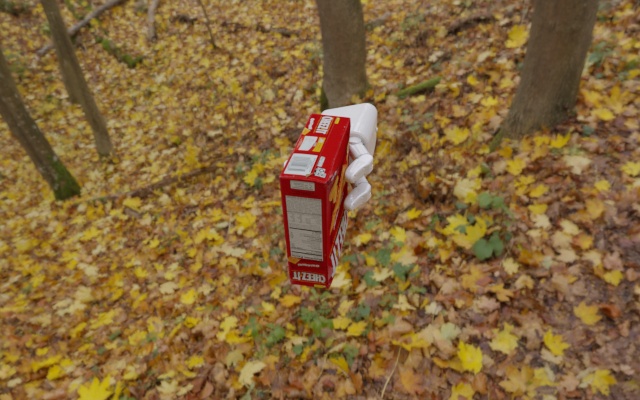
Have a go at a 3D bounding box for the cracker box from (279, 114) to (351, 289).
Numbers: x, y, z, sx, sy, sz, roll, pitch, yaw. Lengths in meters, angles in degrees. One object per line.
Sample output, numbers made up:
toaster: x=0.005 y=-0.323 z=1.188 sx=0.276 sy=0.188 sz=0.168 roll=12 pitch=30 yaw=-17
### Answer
cracker box: x=0.000 y=0.002 z=0.726 sx=0.072 sy=0.214 sz=0.164 roll=8 pitch=41 yaw=11
